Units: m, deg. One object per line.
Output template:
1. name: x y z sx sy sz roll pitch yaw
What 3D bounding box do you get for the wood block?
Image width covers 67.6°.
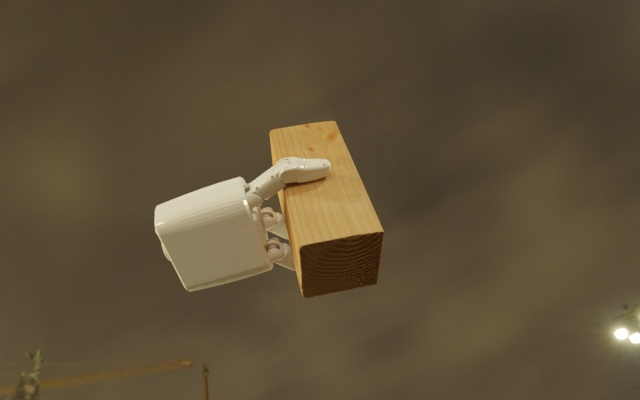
1. wood block: 0.000 0.002 0.578 0.090 0.091 0.206 -9 44 -9
